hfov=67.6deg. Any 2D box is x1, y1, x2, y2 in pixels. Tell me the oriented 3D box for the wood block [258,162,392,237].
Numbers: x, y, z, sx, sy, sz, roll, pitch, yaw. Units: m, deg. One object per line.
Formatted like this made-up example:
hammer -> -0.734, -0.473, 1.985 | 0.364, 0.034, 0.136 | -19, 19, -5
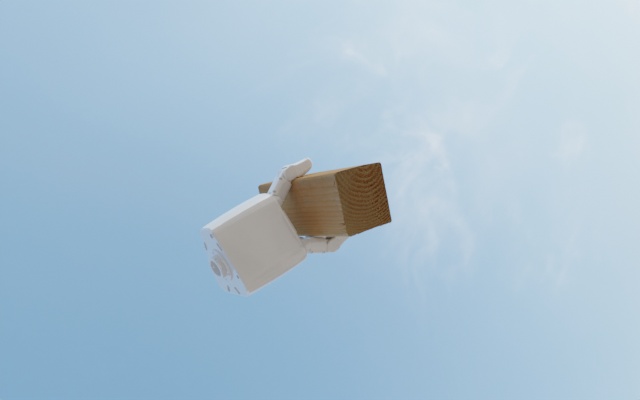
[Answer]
wood block -> 0.000, 0.002, 0.738 | 0.090, 0.091, 0.206 | -16, 7, -37
